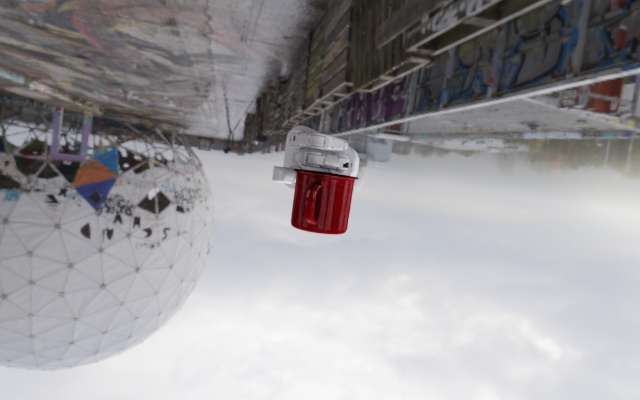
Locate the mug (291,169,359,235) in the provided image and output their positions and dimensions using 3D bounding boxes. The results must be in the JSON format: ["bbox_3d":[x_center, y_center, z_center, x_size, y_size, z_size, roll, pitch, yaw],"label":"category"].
[{"bbox_3d":[0.000,0.002,0.662,0.093,0.081,0.117,9,5,11],"label":"mug"}]
